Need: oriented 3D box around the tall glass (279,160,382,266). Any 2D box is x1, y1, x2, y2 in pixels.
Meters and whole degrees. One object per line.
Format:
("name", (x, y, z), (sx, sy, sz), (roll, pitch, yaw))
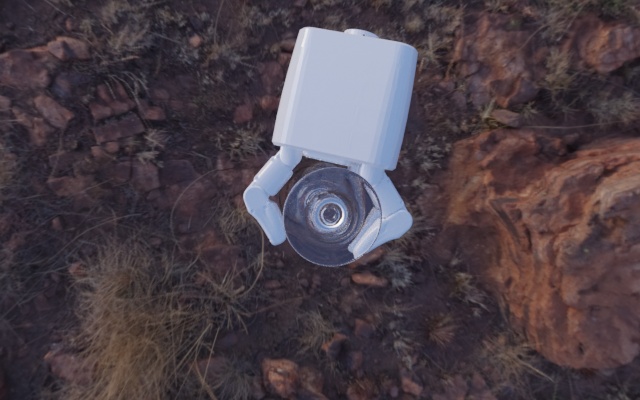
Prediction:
("tall glass", (0.000, 0.002, 0.450), (0.079, 0.079, 0.201), (0, 6, -5))
